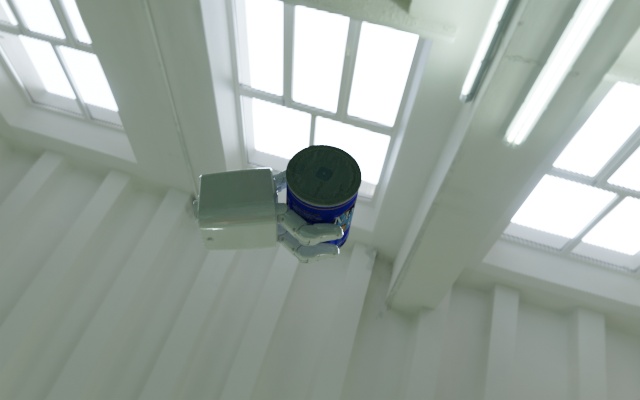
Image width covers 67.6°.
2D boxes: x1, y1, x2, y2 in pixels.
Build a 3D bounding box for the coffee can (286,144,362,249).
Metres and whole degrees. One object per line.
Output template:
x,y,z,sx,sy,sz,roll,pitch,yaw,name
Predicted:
0.000,0.002,0.695,0.103,0.102,0.140,0,-34,-5,coffee can
